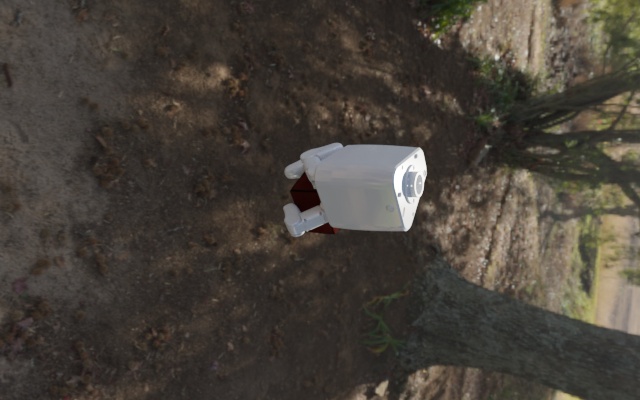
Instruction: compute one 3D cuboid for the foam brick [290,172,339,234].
[{"bbox_3d":[0.000,0.002,0.678,0.051,0.078,0.053,3,40,30],"label":"foam brick"}]
